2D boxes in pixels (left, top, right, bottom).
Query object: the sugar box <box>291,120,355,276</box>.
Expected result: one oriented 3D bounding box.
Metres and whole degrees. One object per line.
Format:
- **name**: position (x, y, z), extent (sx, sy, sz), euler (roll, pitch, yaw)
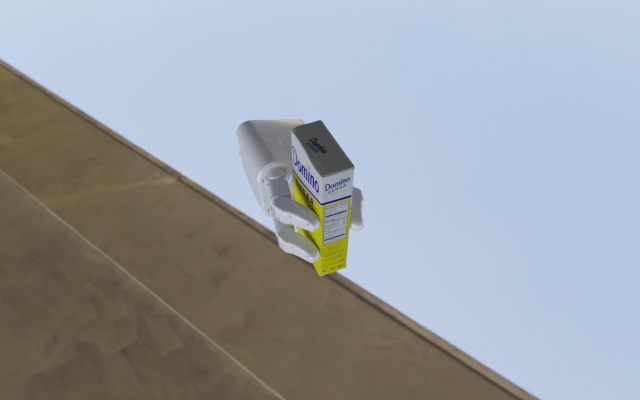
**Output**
- **sugar box**: position (0.000, 0.002, 0.579), extent (0.048, 0.176, 0.093), euler (-19, 48, -14)
